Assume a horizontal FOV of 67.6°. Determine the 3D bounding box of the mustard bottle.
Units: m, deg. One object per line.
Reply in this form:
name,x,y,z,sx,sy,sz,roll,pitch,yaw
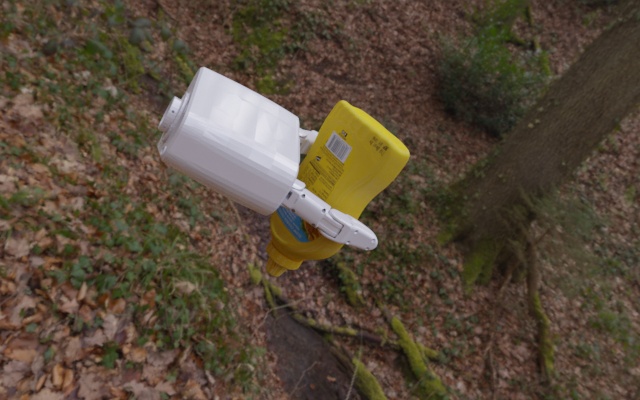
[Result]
mustard bottle,0.000,0.001,0.484,0.058,0.192,0.096,16,25,-47
